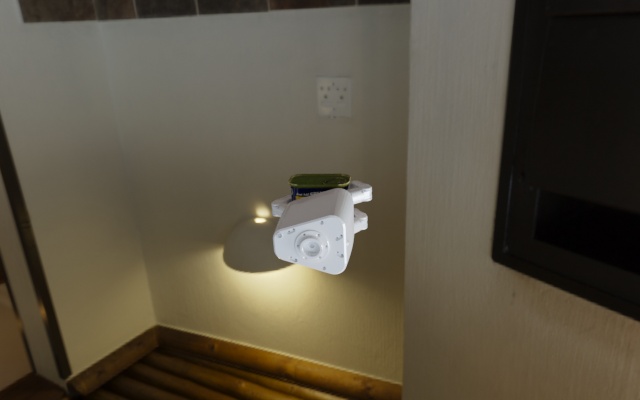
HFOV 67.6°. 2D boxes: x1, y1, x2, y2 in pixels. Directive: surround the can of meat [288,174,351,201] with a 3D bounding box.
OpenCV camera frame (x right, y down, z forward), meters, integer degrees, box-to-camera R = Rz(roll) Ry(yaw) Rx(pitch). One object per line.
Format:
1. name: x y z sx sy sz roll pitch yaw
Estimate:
1. can of meat: 0.000 0.003 0.807 0.102 0.084 0.057 0 21 6
